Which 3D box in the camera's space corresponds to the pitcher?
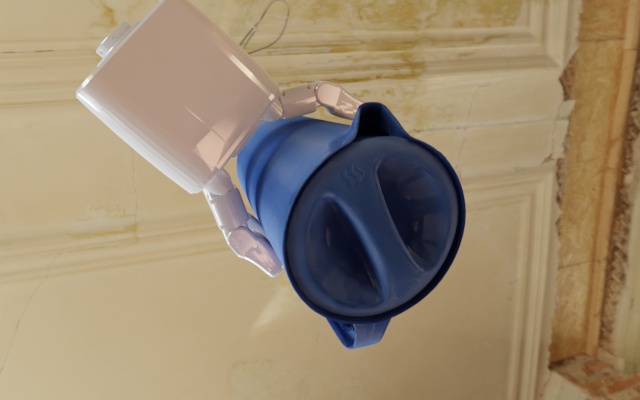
[{"bbox_3d":[0.000,0.001,0.418,0.145,0.149,0.242,40,-1,-25],"label":"pitcher"}]
